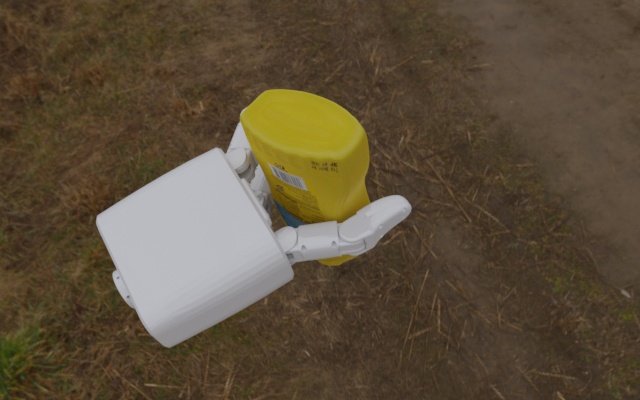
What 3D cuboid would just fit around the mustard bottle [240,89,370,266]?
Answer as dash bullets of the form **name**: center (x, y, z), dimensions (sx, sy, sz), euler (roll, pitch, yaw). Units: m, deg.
- **mustard bottle**: center (0.000, 0.001, 0.402), dimensions (0.096, 0.058, 0.192), euler (25, -29, 27)
